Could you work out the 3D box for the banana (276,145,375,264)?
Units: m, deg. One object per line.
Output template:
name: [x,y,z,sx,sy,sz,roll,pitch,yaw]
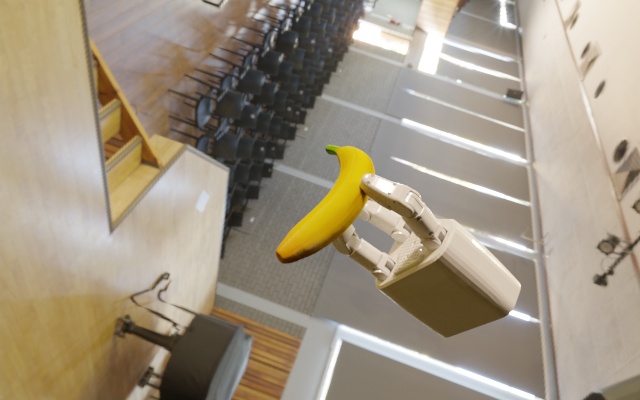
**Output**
banana: [0.017,-0.004,0.488,0.069,0.037,0.197,-14,29,27]
